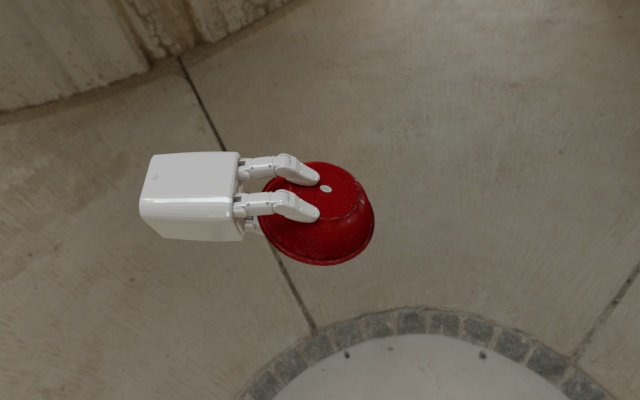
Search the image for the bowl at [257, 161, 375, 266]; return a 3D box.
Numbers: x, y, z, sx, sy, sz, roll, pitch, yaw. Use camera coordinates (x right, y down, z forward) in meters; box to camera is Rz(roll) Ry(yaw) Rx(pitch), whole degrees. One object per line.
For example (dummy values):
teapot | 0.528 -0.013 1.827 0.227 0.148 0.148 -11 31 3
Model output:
bowl | 0.001 0.002 0.622 0.162 0.162 0.055 0 -36 -14
